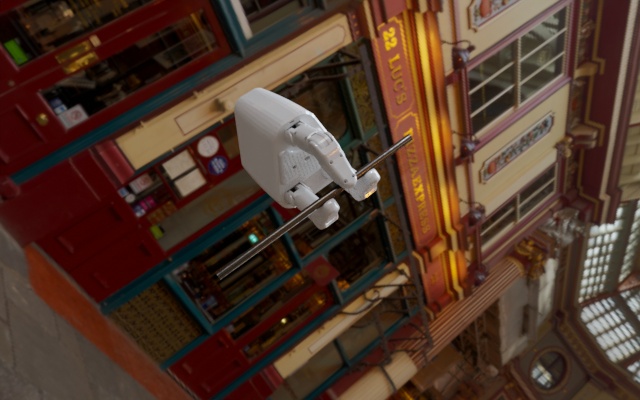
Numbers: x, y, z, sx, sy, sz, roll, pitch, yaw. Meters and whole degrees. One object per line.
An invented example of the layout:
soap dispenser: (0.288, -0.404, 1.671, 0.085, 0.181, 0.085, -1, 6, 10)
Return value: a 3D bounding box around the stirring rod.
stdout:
stirring rod: (0.000, 0.002, 0.469, 0.239, 0.011, 0.011, -36, 11, -16)
